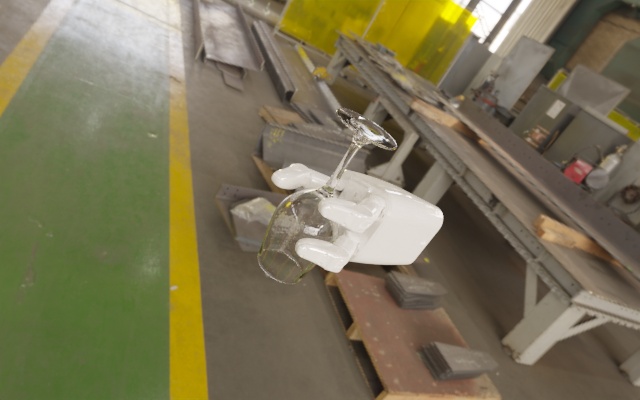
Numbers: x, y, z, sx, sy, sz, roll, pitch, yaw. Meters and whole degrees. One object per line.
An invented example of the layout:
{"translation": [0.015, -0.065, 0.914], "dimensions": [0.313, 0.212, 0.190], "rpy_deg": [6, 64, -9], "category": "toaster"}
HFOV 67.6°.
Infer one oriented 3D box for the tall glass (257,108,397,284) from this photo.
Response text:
{"translation": [0.000, 0.001, 0.535], "dimensions": [0.079, 0.201, 0.079], "rpy_deg": [27, 24, -13], "category": "tall glass"}
